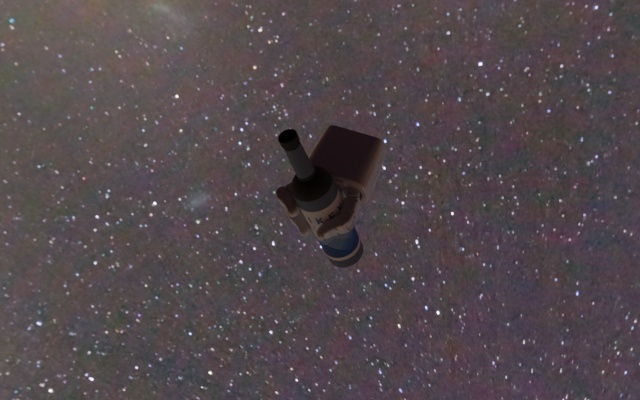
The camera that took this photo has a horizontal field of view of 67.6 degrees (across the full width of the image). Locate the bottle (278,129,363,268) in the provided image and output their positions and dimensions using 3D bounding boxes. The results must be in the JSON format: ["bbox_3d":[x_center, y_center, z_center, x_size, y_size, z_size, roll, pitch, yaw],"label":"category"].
[{"bbox_3d":[0.000,0.003,0.750,0.069,0.069,0.296,0,-37,23],"label":"bottle"}]
